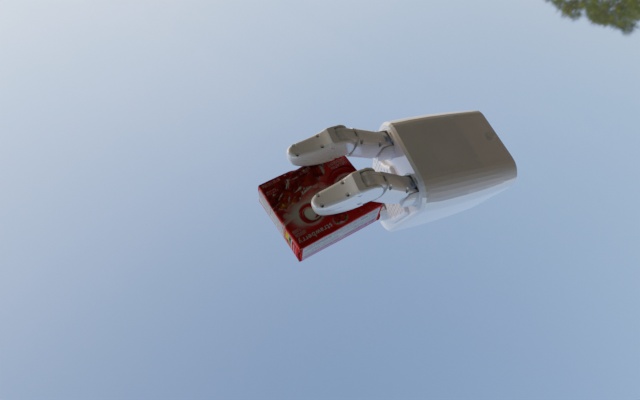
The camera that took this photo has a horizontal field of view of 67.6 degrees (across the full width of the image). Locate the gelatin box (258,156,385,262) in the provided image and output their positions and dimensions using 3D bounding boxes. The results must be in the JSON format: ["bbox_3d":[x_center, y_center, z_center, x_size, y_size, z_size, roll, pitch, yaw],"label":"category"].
[{"bbox_3d":[0.000,0.002,0.426,0.089,0.073,0.030,-27,-26,-19],"label":"gelatin box"}]
